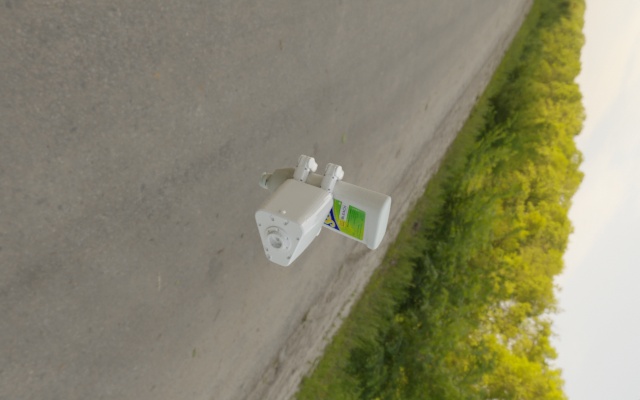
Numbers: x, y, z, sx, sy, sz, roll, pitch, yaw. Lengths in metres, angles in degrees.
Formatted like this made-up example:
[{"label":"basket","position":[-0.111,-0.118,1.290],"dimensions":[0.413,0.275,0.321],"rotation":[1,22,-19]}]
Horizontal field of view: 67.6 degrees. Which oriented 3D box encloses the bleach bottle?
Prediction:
[{"label":"bleach bottle","position":[0.000,0.003,0.892],"dimensions":[0.251,0.103,0.068],"rotation":[18,36,19]}]
